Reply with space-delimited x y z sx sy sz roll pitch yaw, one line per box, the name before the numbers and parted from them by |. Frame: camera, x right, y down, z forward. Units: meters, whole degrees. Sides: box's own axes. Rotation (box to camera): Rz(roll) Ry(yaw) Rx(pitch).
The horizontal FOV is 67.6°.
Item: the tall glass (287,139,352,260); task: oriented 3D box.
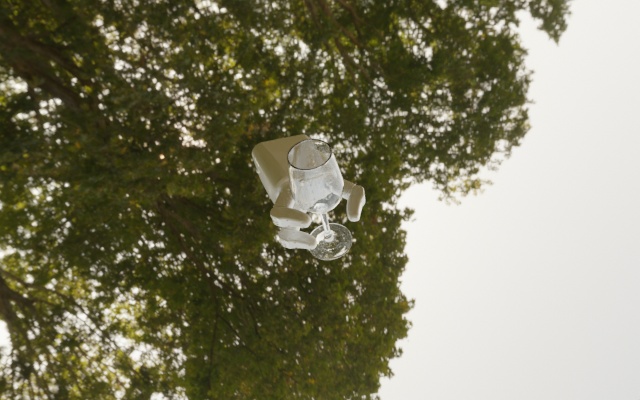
tall glass | 0.000 0.003 0.715 0.079 0.079 0.201 0 -41 11
